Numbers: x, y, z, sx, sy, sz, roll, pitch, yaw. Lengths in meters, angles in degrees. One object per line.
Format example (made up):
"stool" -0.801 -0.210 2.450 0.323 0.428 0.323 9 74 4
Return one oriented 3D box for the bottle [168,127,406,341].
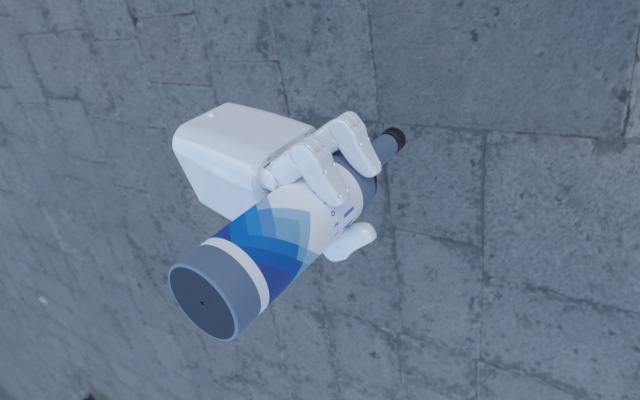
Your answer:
"bottle" 0.000 0.002 0.429 0.069 0.069 0.295 0 28 40
